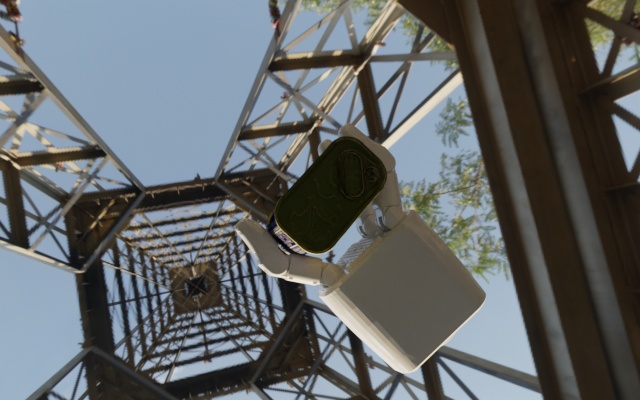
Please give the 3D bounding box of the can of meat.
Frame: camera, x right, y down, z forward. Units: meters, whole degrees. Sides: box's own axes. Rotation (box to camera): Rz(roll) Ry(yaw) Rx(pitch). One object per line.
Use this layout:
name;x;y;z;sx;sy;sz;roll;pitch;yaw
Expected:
can of meat;0.000;0.001;0.424;0.057;0.102;0.084;42;-17;-4
